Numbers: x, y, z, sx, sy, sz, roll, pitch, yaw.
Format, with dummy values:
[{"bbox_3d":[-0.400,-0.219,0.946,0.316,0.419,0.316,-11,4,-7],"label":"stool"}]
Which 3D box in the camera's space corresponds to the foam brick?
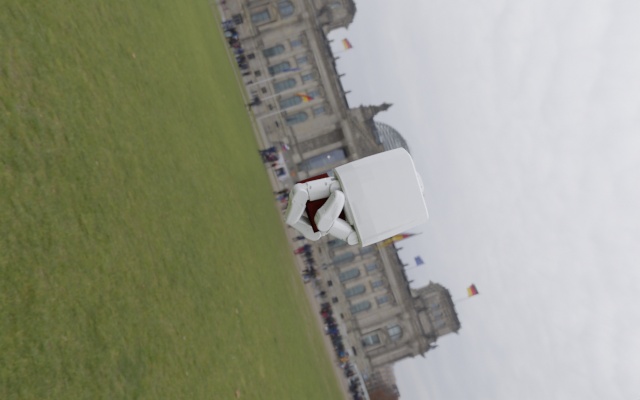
[{"bbox_3d":[0.000,0.002,0.712,0.051,0.053,0.078,-20,29,-3],"label":"foam brick"}]
